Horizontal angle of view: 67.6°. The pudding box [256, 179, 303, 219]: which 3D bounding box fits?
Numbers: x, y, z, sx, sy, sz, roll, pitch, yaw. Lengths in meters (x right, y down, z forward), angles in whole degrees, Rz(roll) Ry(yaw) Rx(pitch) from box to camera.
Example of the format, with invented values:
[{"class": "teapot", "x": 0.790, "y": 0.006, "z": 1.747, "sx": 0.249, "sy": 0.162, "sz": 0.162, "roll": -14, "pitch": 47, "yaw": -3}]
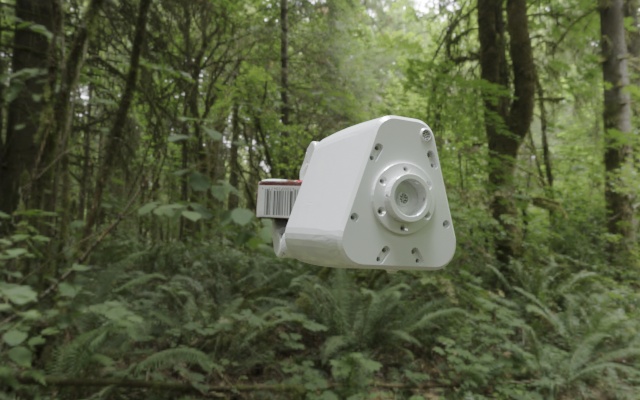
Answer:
[{"class": "pudding box", "x": 0.000, "y": 0.001, "z": 0.481, "sx": 0.113, "sy": 0.039, "sz": 0.090, "roll": 3, "pitch": -1, "yaw": 7}]
